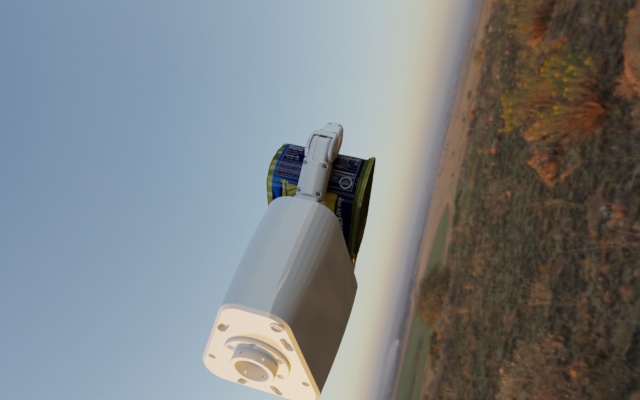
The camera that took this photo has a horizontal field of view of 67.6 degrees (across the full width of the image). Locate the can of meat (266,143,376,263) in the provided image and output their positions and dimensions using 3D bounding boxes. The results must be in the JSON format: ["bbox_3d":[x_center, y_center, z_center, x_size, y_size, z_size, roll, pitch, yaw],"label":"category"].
[{"bbox_3d":[0.000,0.001,0.435,0.084,0.102,0.057,13,46,10],"label":"can of meat"}]
